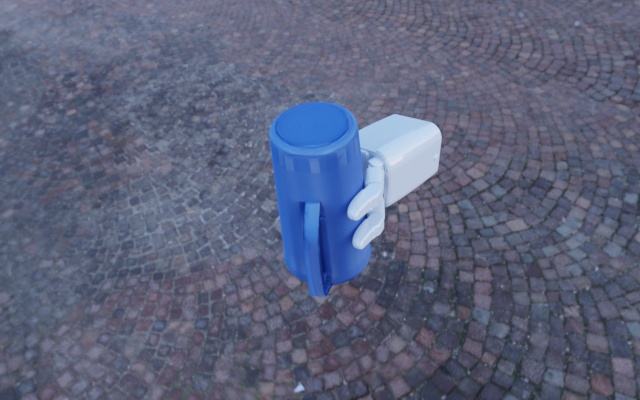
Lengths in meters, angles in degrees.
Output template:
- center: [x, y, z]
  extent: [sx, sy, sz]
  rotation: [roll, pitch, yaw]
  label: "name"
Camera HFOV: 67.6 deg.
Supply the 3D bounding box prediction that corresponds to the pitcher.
- center: [0.000, 0.002, 0.642]
  extent: [0.145, 0.243, 0.149]
  rotation: [-30, 49, -22]
  label: "pitcher"
